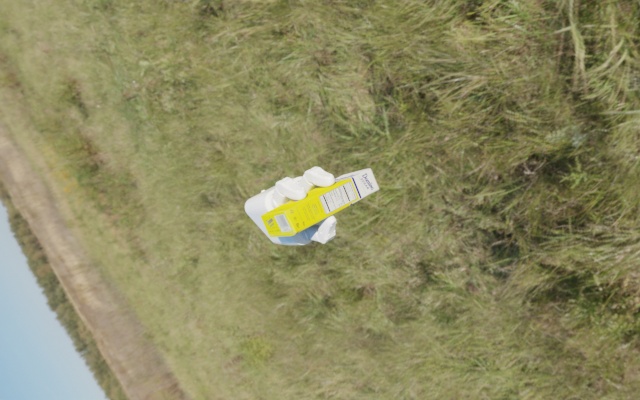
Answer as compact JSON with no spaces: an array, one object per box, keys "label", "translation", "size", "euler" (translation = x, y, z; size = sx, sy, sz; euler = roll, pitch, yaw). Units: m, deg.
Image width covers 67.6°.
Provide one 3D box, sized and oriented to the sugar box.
[{"label":"sugar box","translation":[0.000,0.002,0.775],"size":[0.176,0.048,0.093],"euler":[-30,10,-30]}]
